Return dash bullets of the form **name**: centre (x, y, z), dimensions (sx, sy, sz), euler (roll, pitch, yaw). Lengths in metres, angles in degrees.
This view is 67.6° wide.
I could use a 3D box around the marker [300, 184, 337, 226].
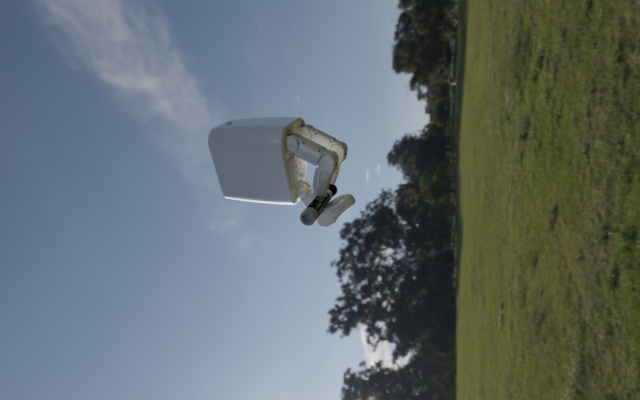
- **marker**: centre (0.000, 0.002, 0.614), dimensions (0.020, 0.020, 0.121), euler (0, 19, 16)
